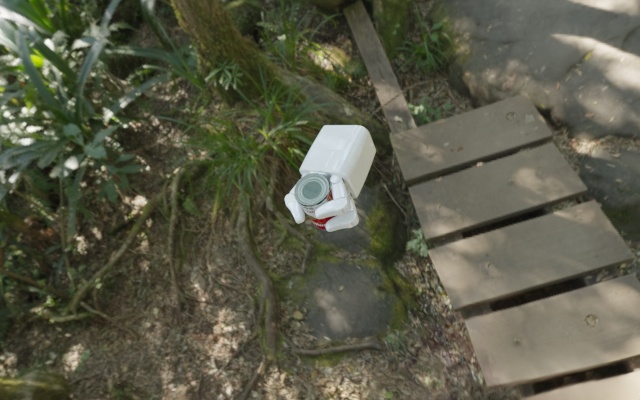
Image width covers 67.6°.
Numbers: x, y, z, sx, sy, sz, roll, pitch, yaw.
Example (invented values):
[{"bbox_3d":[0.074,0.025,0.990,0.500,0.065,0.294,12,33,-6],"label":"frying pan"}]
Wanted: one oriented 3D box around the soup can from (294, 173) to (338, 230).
[{"bbox_3d":[0.000,0.003,0.867,0.068,0.068,0.102,0,-27,20],"label":"soup can"}]
